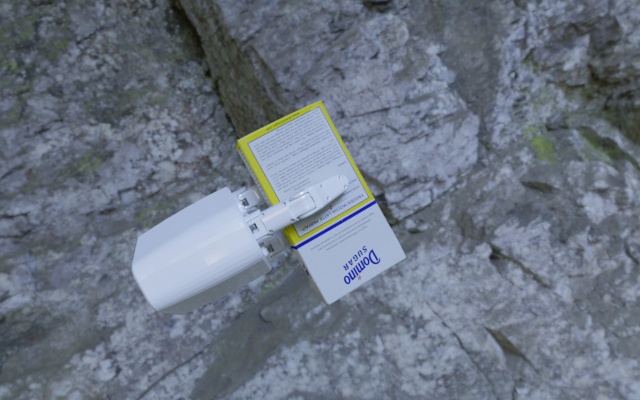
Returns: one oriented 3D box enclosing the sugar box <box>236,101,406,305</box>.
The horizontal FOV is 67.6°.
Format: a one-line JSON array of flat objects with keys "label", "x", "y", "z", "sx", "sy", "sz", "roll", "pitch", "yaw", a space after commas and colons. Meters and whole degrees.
[{"label": "sugar box", "x": 0.000, "y": 0.002, "z": 0.468, "sx": 0.093, "sy": 0.176, "sz": 0.048, "roll": -29, "pitch": 5, "yaw": -11}]
